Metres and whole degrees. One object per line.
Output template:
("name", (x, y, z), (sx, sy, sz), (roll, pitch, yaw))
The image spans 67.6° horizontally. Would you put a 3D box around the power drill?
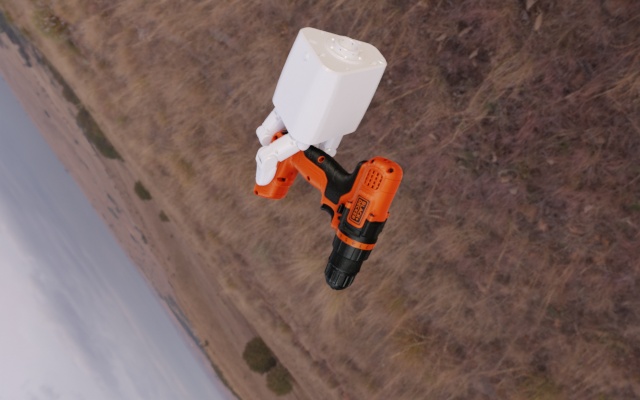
("power drill", (0.000, 0.002, 0.633), (0.187, 0.184, 0.057), (31, 19, 26))
